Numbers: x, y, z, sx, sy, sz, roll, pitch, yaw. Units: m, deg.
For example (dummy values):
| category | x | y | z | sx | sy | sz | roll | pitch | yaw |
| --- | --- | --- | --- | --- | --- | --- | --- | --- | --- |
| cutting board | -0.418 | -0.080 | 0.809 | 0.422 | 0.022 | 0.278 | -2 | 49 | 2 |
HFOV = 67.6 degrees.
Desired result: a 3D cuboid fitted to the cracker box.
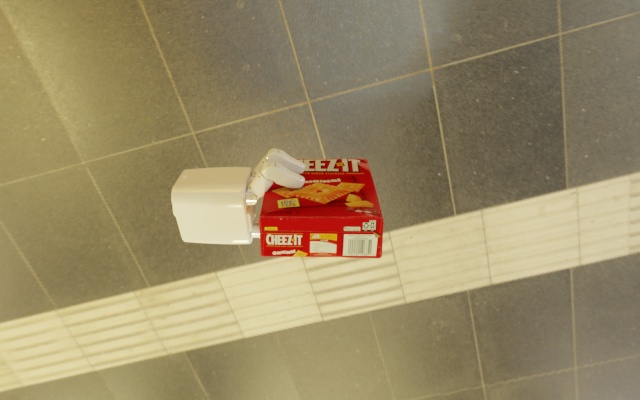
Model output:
| category | x | y | z | sx | sy | sz | roll | pitch | yaw |
| --- | --- | --- | --- | --- | --- | --- | --- | --- | --- |
| cracker box | 0.000 | 0.003 | 0.716 | 0.164 | 0.072 | 0.213 | 1 | 26 | -1 |
